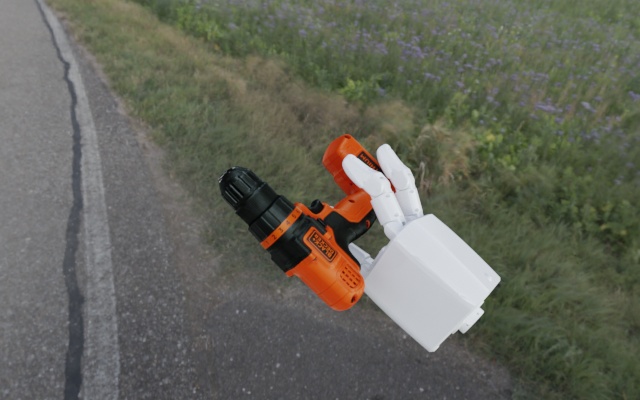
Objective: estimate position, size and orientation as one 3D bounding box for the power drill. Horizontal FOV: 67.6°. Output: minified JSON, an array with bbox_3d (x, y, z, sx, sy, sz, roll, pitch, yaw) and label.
[{"bbox_3d":[0.001,0.002,0.528,0.057,0.184,0.187,-37,8,45],"label":"power drill"}]
